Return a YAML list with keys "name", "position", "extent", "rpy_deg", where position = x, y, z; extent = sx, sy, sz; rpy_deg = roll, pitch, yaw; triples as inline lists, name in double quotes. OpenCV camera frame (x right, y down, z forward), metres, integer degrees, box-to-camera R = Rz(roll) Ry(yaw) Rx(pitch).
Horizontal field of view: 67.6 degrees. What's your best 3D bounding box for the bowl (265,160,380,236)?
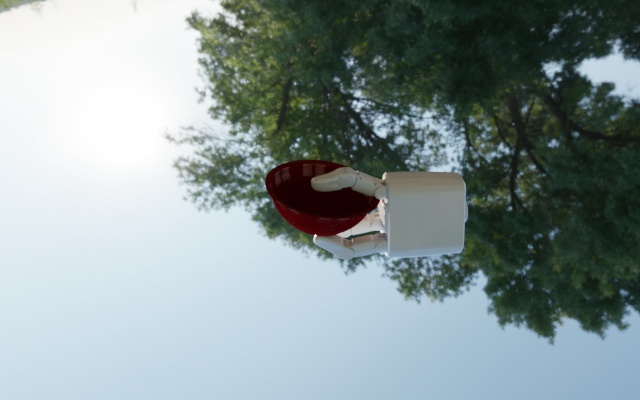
- name: "bowl"
  position: [-0.001, 0.002, 0.674]
  extent: [0.162, 0.055, 0.162]
  rpy_deg: [7, 31, -4]
